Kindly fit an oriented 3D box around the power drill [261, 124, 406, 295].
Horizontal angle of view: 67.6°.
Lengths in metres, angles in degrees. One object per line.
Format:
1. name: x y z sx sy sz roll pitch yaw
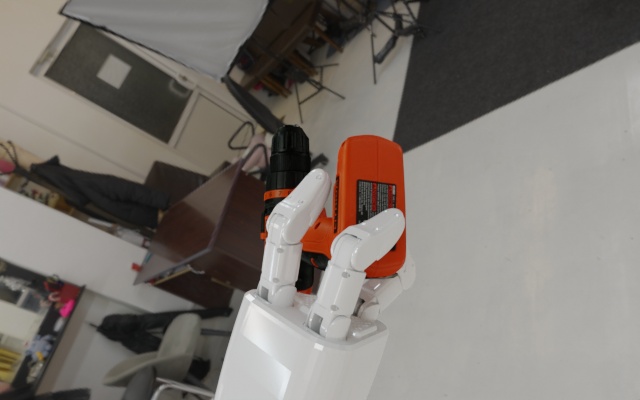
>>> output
1. power drill: 0.000 0.002 0.428 0.057 0.184 0.188 3 -10 -25
